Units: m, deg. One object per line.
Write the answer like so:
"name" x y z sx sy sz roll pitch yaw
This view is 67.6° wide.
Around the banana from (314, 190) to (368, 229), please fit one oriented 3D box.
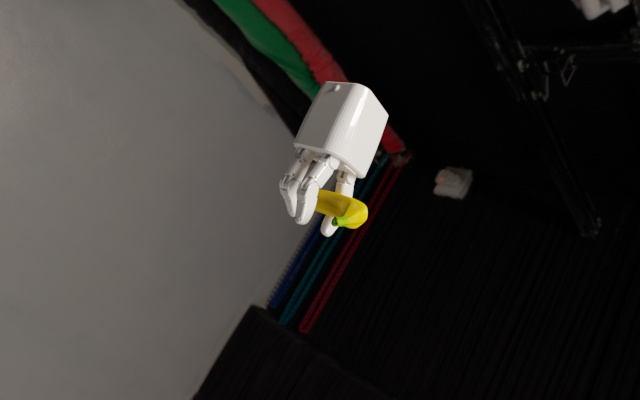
"banana" 0.018 0.007 0.675 0.069 0.037 0.197 15 4 -21
